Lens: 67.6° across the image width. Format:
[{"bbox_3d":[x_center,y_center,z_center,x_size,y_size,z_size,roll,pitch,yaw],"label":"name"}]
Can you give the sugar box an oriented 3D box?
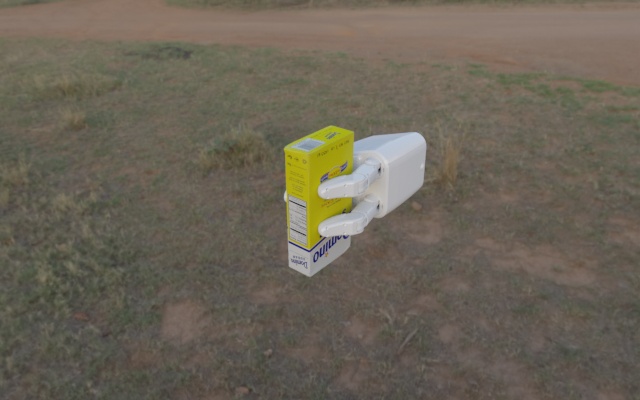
[{"bbox_3d":[0.001,0.002,0.618,0.048,0.176,0.093,19,35,35],"label":"sugar box"}]
